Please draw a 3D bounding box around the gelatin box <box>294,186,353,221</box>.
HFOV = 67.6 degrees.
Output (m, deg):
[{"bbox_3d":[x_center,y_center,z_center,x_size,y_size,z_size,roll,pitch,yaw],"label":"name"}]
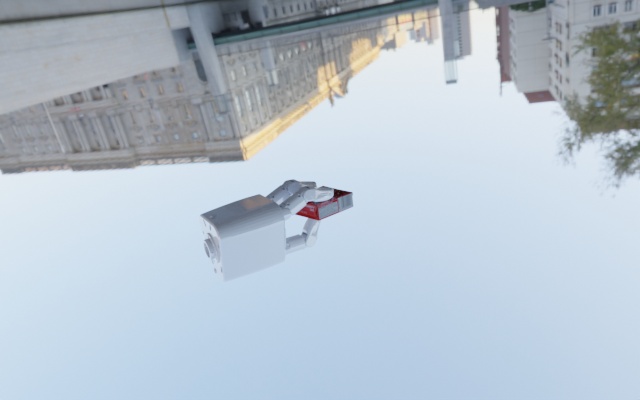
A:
[{"bbox_3d":[0.000,0.003,0.813,0.089,0.030,0.073,-20,24,-40],"label":"gelatin box"}]
